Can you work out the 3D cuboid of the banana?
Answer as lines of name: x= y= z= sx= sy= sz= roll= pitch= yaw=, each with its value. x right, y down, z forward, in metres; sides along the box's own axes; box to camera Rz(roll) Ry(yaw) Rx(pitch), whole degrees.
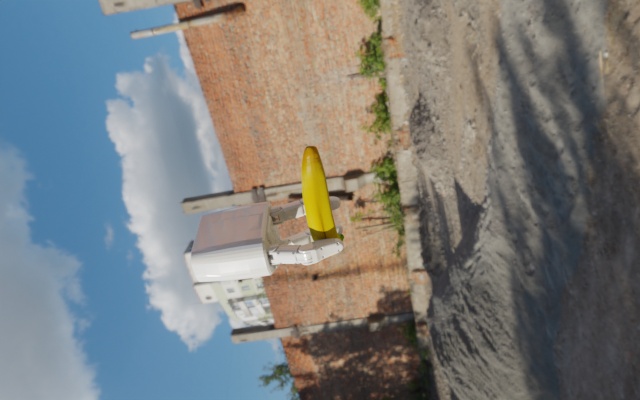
banana: x=0.001 y=0.018 z=0.653 sx=0.037 sy=0.069 sz=0.198 roll=-8 pitch=-44 yaw=8
